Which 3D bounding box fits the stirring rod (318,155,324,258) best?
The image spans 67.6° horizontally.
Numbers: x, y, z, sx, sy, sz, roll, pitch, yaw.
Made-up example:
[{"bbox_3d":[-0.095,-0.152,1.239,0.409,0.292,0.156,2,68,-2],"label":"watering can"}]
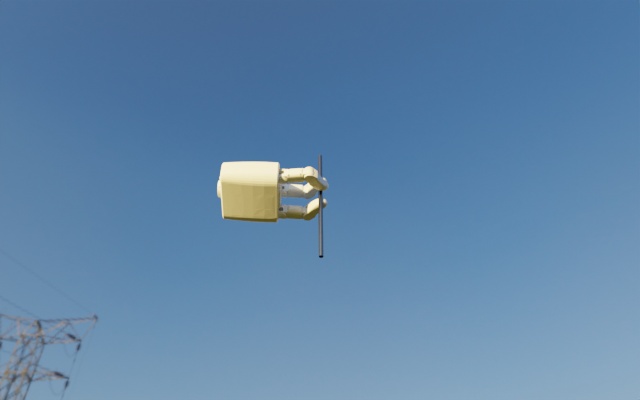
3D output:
[{"bbox_3d":[0.000,0.003,0.883,0.011,0.239,0.011,0,-40,0],"label":"stirring rod"}]
